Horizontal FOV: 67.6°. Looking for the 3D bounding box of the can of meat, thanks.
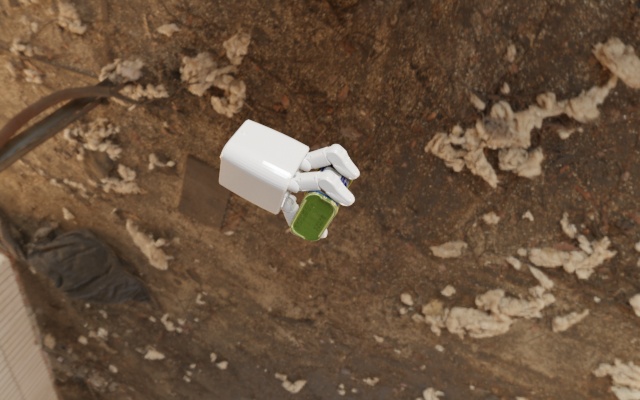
[{"bbox_3d":[0.000,0.003,0.735,0.057,0.102,0.084,28,43,-2],"label":"can of meat"}]
